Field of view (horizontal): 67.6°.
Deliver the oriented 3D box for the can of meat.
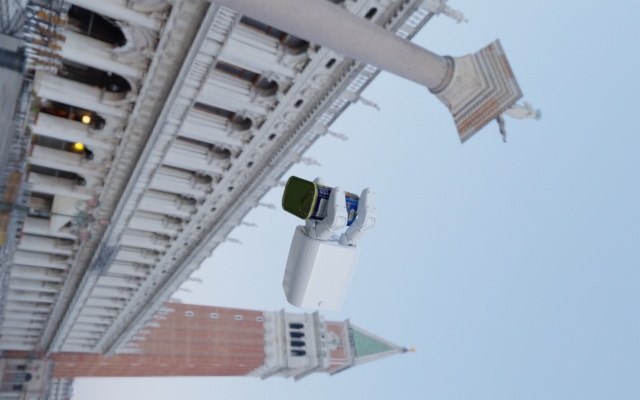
[{"bbox_3d":[0.000,0.002,0.738,0.084,0.057,0.102,13,4,-30],"label":"can of meat"}]
